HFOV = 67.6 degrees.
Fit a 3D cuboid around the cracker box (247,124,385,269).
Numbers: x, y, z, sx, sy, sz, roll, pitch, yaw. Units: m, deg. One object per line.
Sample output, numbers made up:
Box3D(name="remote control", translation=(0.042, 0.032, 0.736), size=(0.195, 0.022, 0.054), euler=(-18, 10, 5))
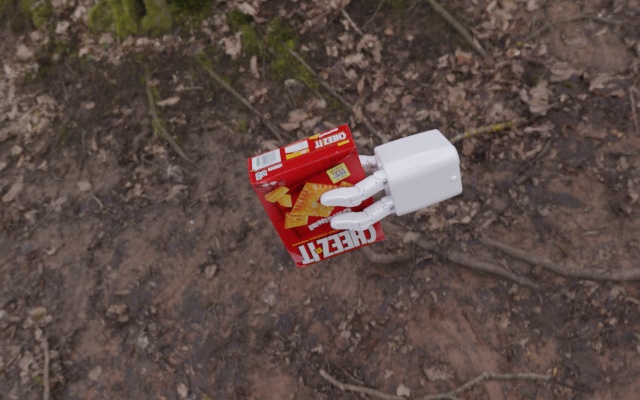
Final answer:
Box3D(name="cracker box", translation=(0.000, 0.002, 0.767), size=(0.164, 0.214, 0.072), euler=(-19, 42, 5))
